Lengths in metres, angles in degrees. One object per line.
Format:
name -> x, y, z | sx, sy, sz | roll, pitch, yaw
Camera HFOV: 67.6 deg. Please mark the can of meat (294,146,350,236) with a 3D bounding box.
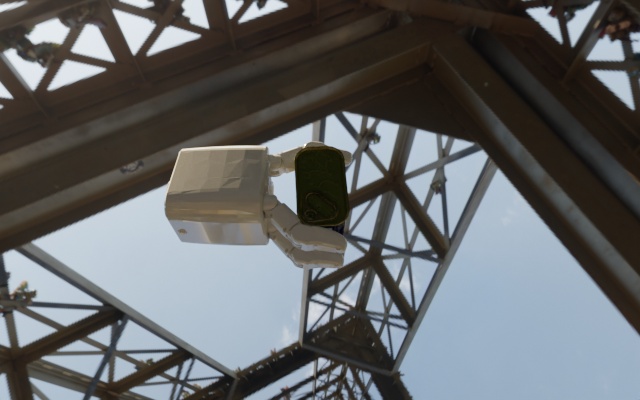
can of meat -> 0.000, 0.002, 0.561 | 0.057, 0.102, 0.084 | -3, -29, -3
